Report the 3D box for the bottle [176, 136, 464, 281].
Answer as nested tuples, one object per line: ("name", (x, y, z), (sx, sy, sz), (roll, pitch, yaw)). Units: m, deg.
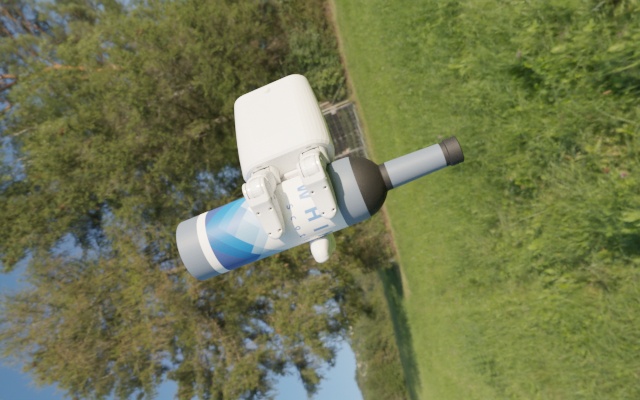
("bottle", (0.000, 0.002, 0.489), (0.296, 0.069, 0.069), (-21, -3, 8))
